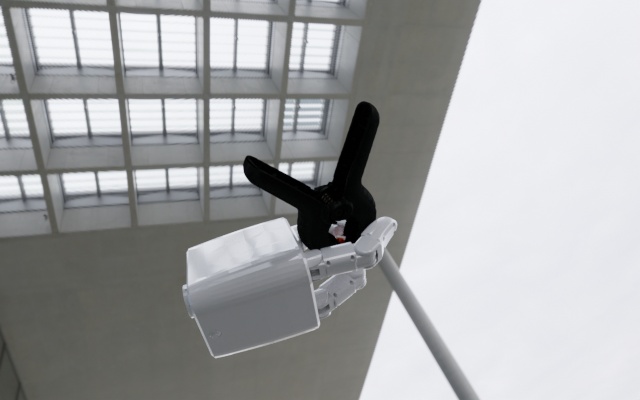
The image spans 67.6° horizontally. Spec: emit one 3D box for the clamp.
[{"bbox_3d":[0.000,0.001,0.433,0.120,0.172,0.039,-16,39,-9],"label":"clamp"}]
